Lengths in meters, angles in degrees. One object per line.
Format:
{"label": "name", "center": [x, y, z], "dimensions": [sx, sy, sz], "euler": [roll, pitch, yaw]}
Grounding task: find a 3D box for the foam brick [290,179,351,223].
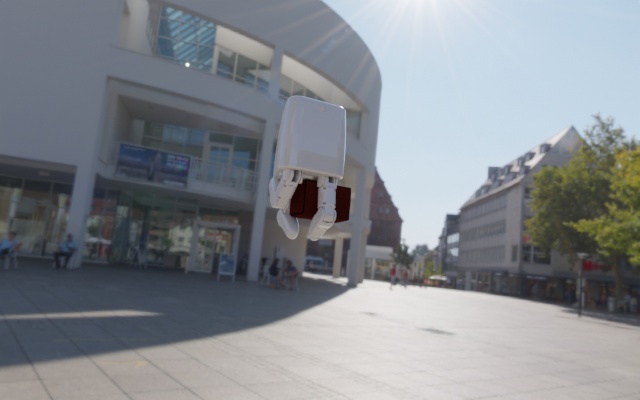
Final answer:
{"label": "foam brick", "center": [0.000, 0.002, 0.716], "dimensions": [0.078, 0.051, 0.053], "euler": [10, -11, -26]}
